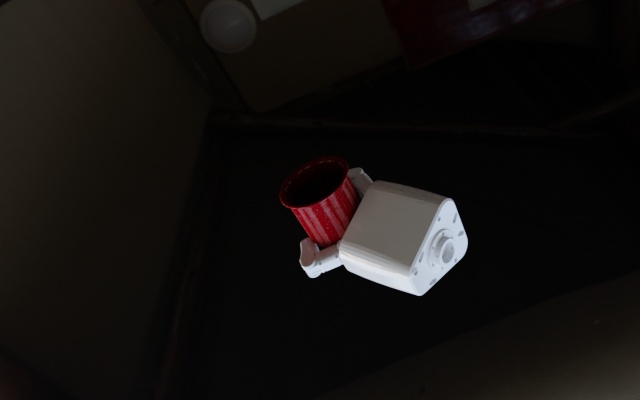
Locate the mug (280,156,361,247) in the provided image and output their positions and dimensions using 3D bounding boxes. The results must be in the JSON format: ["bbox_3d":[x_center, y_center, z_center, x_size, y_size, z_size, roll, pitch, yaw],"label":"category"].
[{"bbox_3d":[-0.001,0.002,0.615,0.117,0.081,0.093,17,57,47],"label":"mug"}]
